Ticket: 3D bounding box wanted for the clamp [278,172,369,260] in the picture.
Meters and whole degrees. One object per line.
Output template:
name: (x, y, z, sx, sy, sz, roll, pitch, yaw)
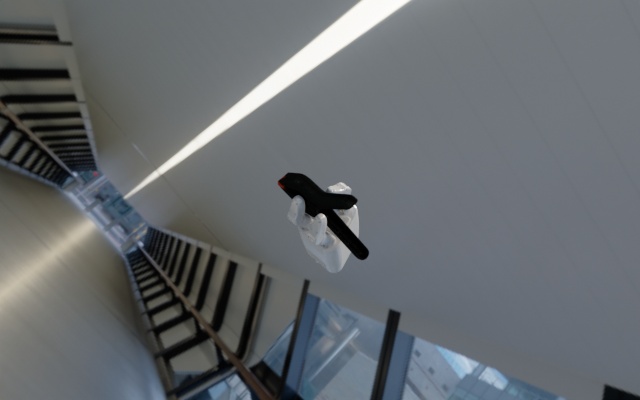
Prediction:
clamp: (0.000, 0.002, 0.829, 0.210, 0.036, 0.165, 38, -23, 28)
